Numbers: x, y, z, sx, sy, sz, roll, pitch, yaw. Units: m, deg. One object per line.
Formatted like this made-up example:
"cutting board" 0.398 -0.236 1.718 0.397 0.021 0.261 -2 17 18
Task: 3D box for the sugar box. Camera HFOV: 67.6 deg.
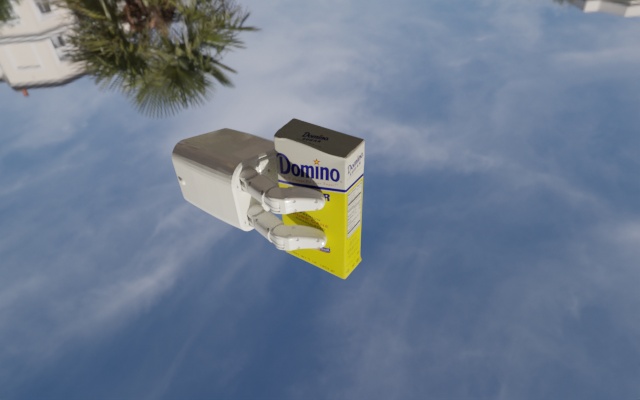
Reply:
"sugar box" 0.000 0.002 0.545 0.093 0.176 0.048 21 47 27
